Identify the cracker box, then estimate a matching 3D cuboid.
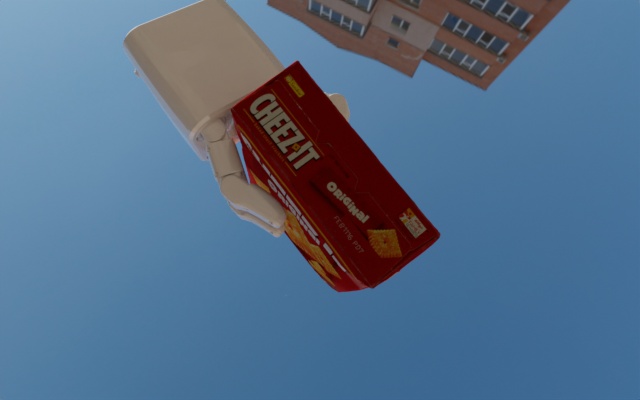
[{"bbox_3d":[0.000,0.001,0.432,0.072,0.164,0.214,-38,-7,-10],"label":"cracker box"}]
